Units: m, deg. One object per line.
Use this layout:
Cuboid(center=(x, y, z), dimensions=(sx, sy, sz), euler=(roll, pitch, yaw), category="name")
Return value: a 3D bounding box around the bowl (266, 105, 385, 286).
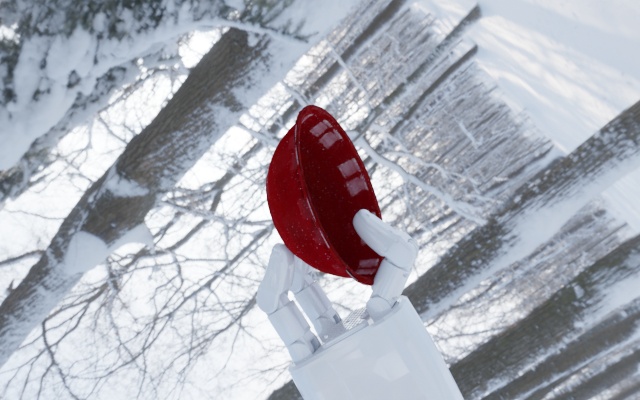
Cuboid(center=(-0.001, 0.000, 0.418), dimensions=(0.055, 0.162, 0.162), euler=(-20, -8, 23), category="bowl")
